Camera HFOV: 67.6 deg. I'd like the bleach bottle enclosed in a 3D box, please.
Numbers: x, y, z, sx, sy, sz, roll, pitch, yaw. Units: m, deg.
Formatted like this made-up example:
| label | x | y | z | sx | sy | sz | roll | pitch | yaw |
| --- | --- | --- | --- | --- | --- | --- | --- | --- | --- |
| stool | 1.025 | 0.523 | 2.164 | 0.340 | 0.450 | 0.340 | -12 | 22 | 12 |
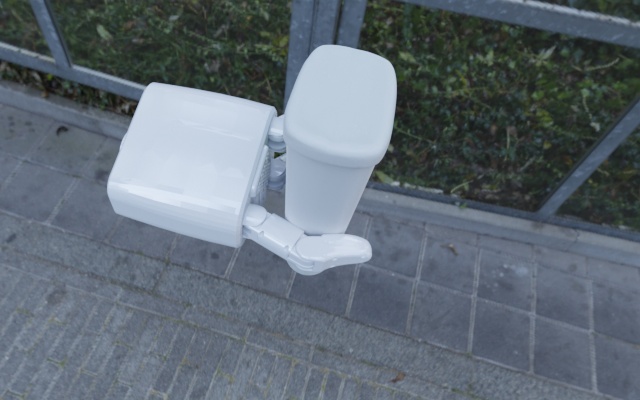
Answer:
| label | x | y | z | sx | sy | sz | roll | pitch | yaw |
| --- | --- | --- | --- | --- | --- | --- | --- | --- | --- |
| bleach bottle | 0.000 | 0.001 | 0.404 | 0.068 | 0.102 | 0.251 | 14 | -35 | 1 |
